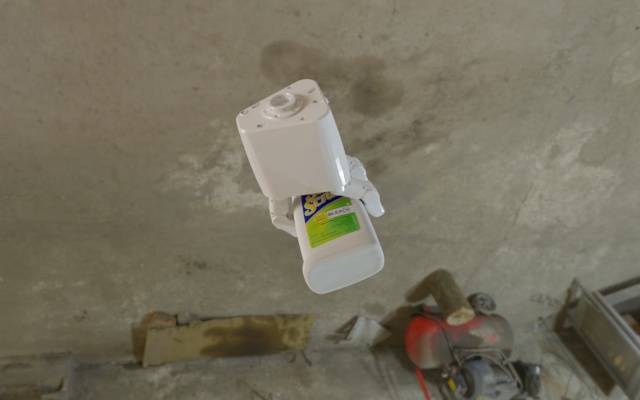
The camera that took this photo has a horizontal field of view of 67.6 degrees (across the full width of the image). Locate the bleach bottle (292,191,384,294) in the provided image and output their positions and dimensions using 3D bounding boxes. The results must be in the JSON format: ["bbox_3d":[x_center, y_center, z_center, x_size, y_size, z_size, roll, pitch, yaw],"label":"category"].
[{"bbox_3d":[0.000,0.002,0.656,0.102,0.068,0.250,-20,44,-2],"label":"bleach bottle"}]
